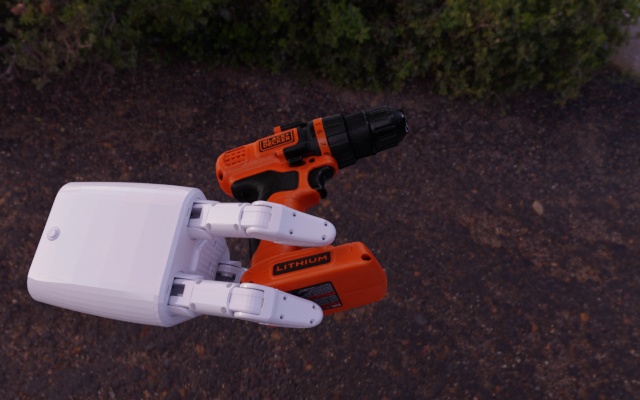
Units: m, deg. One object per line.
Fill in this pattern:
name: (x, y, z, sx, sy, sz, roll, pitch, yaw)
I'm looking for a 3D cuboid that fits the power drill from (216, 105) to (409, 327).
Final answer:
power drill: (0.000, 0.002, 0.401, 0.184, 0.187, 0.057, -18, -46, 8)
